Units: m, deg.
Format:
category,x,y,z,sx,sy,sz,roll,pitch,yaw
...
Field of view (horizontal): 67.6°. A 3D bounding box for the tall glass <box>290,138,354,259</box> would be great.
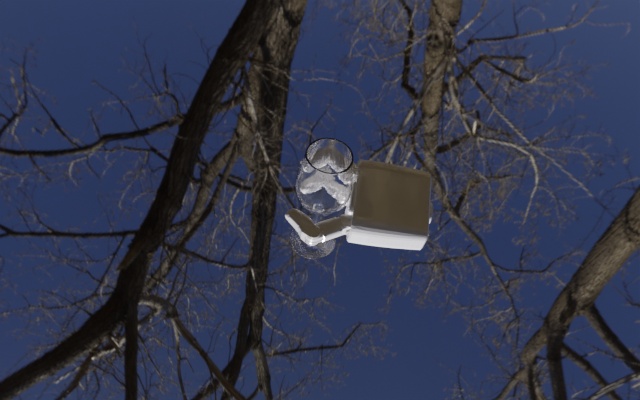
category,x,y,z,sx,sy,sz,roll,pitch,yaw
tall glass,0.000,0.003,0.681,0.079,0.079,0.201,0,-37,-8
